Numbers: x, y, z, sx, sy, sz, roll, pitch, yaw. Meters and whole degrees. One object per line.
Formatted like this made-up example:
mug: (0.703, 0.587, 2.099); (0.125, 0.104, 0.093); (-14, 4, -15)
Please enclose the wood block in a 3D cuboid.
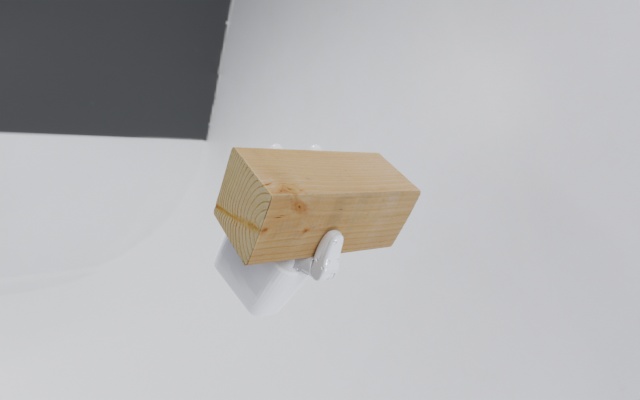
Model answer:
wood block: (0.000, 0.002, 0.541); (0.206, 0.090, 0.090); (-3, 39, -38)
